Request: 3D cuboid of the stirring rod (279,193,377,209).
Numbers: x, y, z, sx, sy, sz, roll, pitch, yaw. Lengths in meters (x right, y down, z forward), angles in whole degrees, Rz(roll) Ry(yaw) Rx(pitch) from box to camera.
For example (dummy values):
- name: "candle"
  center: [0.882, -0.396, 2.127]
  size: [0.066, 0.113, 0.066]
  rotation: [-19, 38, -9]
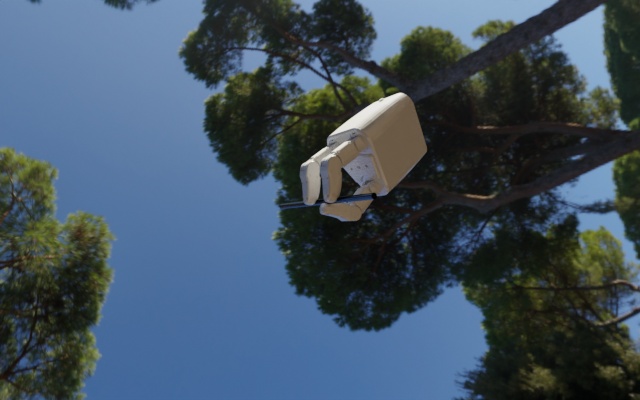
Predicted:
- name: "stirring rod"
  center: [0.000, 0.002, 0.654]
  size: [0.011, 0.011, 0.239]
  rotation: [0, -4, -31]
